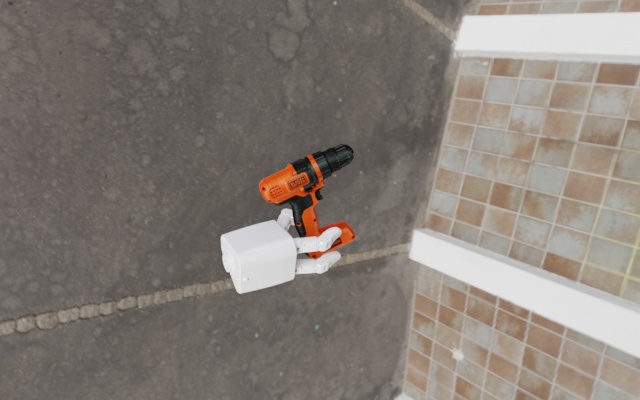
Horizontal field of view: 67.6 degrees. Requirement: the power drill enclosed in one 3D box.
[{"bbox_3d":[0.000,0.003,0.895,0.184,0.188,0.057,-25,25,-4],"label":"power drill"}]
